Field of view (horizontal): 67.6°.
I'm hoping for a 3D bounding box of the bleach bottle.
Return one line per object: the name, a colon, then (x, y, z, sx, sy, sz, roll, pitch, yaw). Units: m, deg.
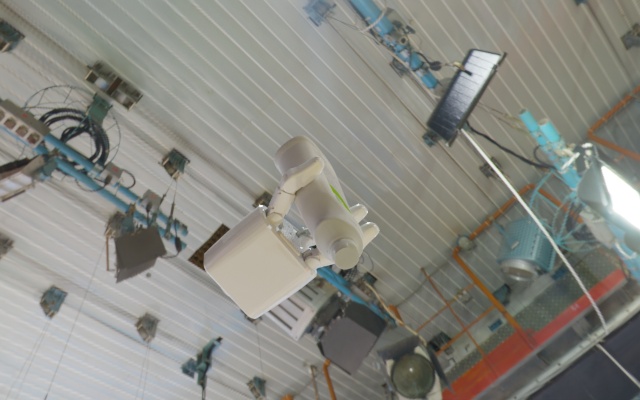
bleach bottle: (0.000, 0.002, 0.626, 0.068, 0.103, 0.250, -38, 28, 8)
